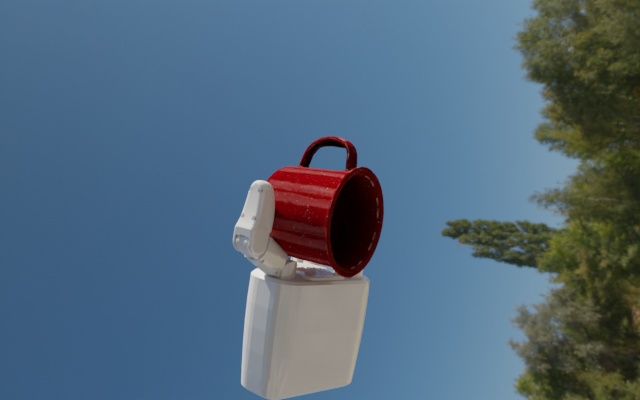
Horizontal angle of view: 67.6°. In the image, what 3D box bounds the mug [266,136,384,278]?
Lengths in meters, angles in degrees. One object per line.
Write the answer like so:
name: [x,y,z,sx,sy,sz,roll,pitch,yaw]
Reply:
mug: [0.000,0.000,0.419,0.081,0.117,0.093,9,2,34]
